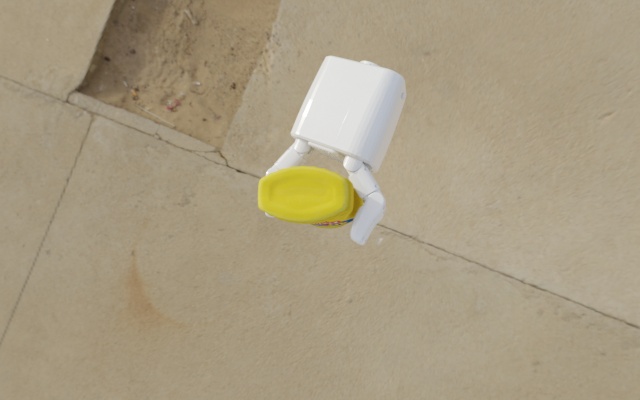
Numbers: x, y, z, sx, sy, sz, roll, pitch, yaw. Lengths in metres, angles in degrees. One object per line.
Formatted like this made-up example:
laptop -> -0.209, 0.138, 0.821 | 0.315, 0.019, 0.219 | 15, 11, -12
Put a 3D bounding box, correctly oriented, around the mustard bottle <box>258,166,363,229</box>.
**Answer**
mustard bottle -> 0.000, 0.002, 0.563 | 0.096, 0.058, 0.191 | -1, -5, 11
